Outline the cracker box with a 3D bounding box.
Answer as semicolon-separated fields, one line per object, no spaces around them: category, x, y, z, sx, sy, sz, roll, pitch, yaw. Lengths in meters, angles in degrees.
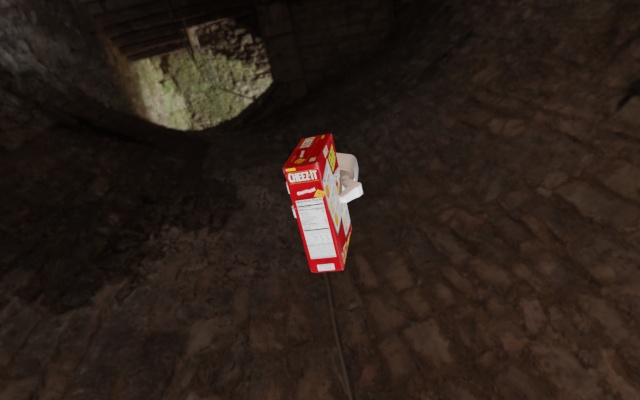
cracker box;0.000;0.003;0.900;0.072;0.214;0.164;-8;23;14
